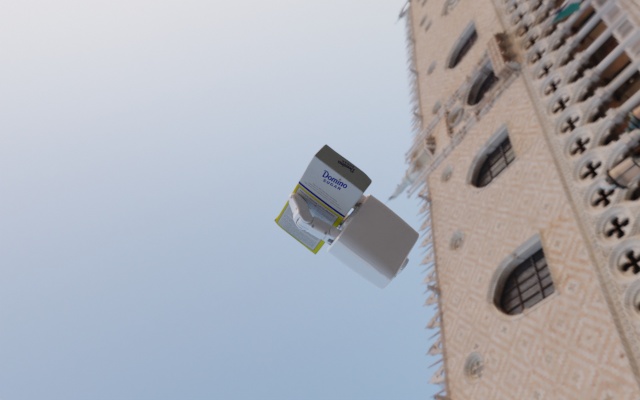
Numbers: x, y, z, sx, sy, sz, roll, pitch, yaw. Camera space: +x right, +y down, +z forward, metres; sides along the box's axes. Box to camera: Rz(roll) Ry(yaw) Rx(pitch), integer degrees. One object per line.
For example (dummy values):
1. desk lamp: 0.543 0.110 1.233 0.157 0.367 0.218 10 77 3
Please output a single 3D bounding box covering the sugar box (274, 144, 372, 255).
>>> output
1. sugar box: 0.000 0.002 0.762 0.176 0.093 0.048 -54 -3 42
